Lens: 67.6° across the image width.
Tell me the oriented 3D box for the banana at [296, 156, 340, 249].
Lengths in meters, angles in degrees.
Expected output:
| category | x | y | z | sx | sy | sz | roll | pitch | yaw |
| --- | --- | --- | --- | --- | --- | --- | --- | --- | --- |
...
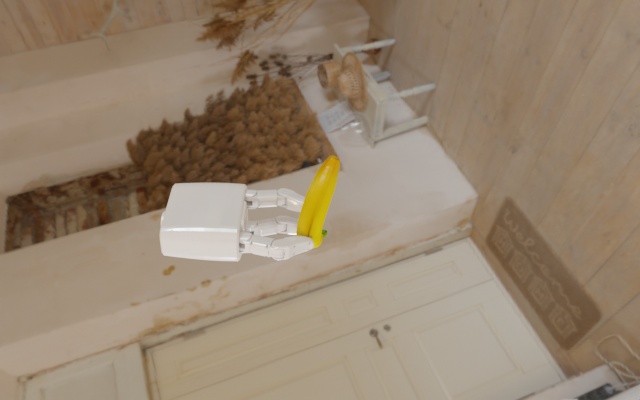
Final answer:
| category | x | y | z | sx | sy | sz | roll | pitch | yaw |
| --- | --- | --- | --- | --- | --- | --- | --- | --- | --- |
| banana | -0.007 | 0.018 | 0.671 | 0.037 | 0.069 | 0.198 | 21 | -33 | 7 |
